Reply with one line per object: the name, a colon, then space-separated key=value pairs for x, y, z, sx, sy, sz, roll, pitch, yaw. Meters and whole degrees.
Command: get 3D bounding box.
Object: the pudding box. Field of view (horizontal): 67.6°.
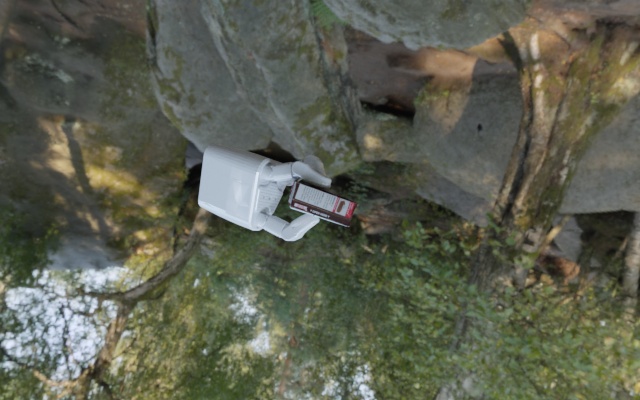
pudding box: x=0.000 y=0.002 z=0.689 sx=0.090 sy=0.039 sz=0.113 roll=19 pitch=3 yaw=-5
